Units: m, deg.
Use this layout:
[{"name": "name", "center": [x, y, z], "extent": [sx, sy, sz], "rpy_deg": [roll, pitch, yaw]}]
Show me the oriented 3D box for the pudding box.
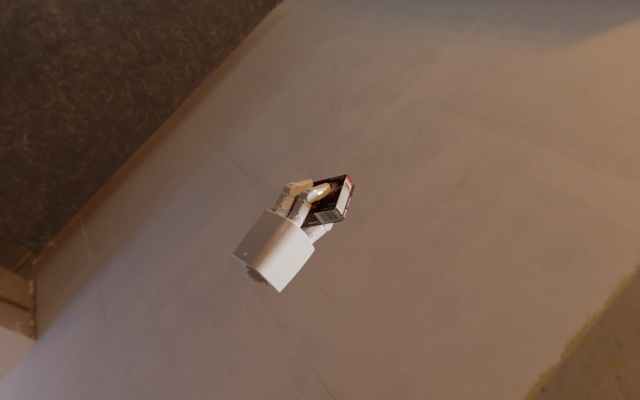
[{"name": "pudding box", "center": [0.000, 0.003, 0.892], "extent": [0.113, 0.090, 0.039], "rpy_deg": [-10, -47, 32]}]
